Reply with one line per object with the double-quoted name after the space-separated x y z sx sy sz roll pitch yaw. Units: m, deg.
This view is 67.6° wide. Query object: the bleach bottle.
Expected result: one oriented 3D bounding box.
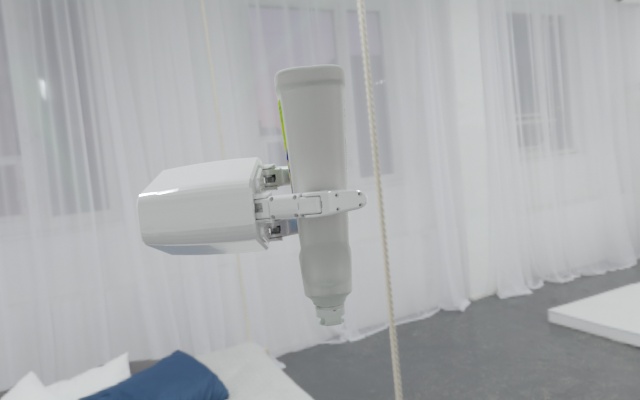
0.000 0.002 0.479 0.068 0.251 0.102 -5 3 -1 "bleach bottle"
